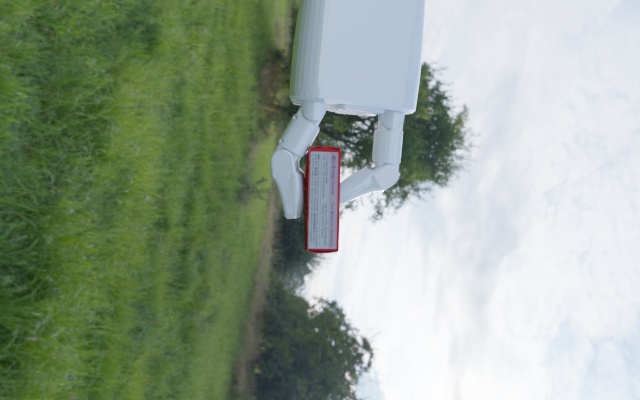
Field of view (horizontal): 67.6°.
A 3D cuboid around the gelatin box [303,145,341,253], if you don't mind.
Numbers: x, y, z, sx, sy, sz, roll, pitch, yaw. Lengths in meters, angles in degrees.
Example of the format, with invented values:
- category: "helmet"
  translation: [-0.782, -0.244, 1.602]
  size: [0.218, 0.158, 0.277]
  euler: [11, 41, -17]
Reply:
- category: "gelatin box"
  translation: [0.001, 0.002, 0.424]
  size: [0.030, 0.089, 0.073]
  euler: [1, -5, -3]
